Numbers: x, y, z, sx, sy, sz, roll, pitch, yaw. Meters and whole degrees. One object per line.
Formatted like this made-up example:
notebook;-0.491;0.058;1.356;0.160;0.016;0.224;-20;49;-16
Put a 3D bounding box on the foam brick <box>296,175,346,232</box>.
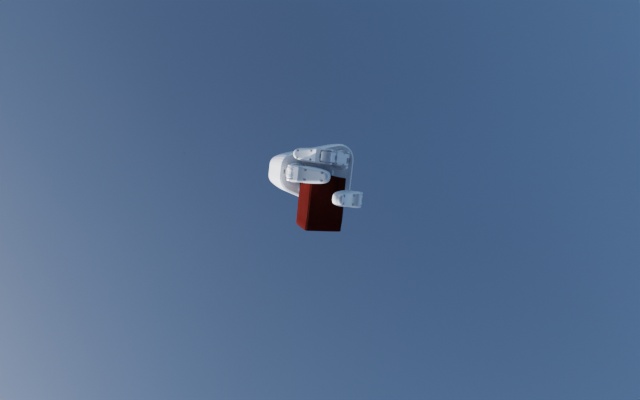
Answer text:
foam brick;0.000;0.002;0.675;0.053;0.078;0.051;5;4;-20
